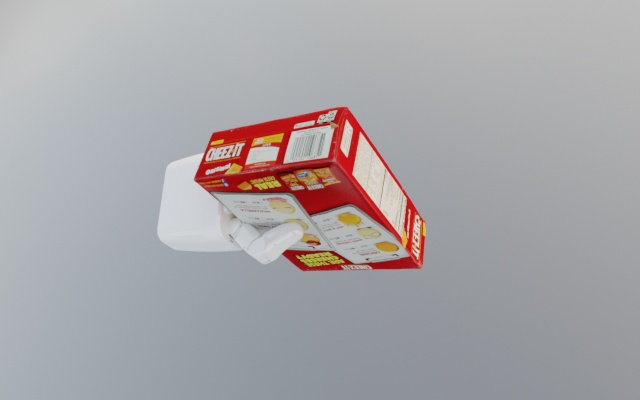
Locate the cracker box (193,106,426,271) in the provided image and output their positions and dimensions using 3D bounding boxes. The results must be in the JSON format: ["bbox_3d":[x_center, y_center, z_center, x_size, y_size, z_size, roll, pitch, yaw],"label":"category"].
[{"bbox_3d":[0.000,0.002,0.514,0.164,0.072,0.214,-6,-34,31],"label":"cracker box"}]
